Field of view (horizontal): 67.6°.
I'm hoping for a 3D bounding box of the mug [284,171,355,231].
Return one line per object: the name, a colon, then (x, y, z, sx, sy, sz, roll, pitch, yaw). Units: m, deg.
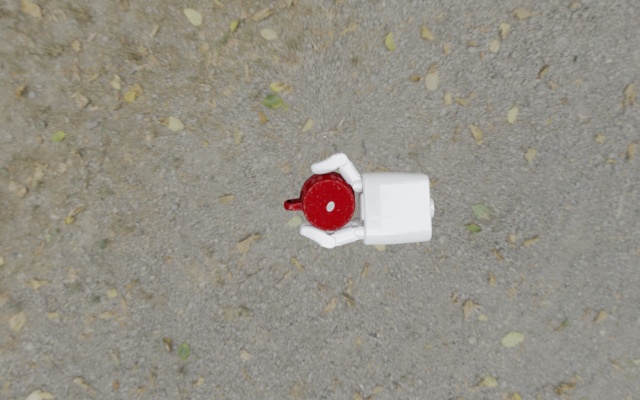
mug: (-0.001, 0.002, 0.757, 0.117, 0.093, 0.081, -3, 8, -1)
